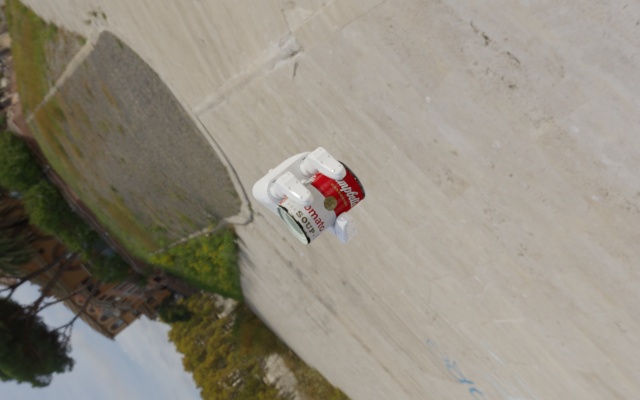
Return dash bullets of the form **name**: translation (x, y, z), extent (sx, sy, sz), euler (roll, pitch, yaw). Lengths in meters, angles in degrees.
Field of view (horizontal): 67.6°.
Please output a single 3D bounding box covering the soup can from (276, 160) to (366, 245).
- **soup can**: translation (0.000, 0.002, 0.637), extent (0.102, 0.068, 0.068), euler (-39, 12, -15)
